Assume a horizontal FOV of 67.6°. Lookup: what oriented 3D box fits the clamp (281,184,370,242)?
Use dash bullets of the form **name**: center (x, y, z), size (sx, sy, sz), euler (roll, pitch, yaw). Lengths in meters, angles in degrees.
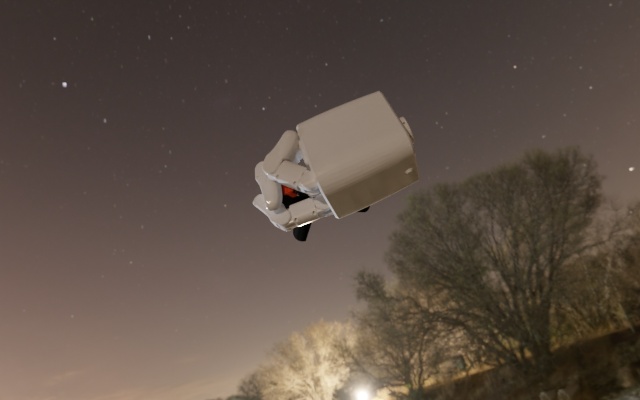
- **clamp**: center (0.000, 0.002, 0.626), size (0.120, 0.039, 0.171), euler (-28, -23, 2)
